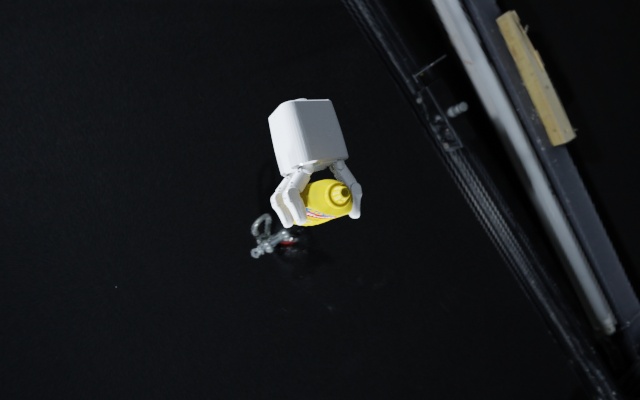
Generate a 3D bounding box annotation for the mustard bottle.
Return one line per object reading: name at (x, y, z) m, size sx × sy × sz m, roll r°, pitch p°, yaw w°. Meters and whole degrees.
mustard bottle at (0.000, 0.003, 0.798) m, size 0.096 × 0.058 × 0.191 m, roll 13°, pitch -14°, yaw -21°
